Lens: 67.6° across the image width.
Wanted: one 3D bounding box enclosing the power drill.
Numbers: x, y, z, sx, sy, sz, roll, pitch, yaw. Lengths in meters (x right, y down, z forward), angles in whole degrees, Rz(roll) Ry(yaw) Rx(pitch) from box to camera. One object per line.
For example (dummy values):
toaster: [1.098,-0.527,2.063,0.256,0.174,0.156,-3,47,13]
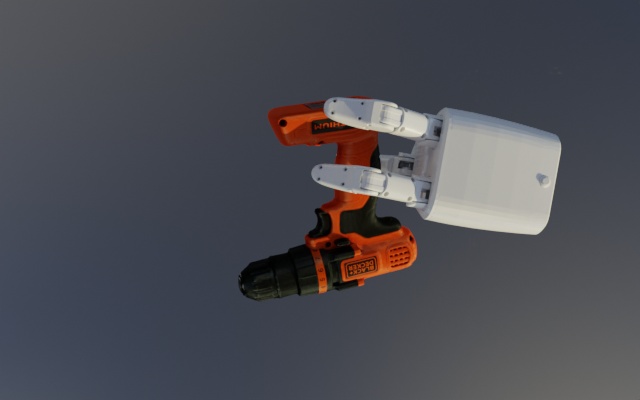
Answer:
power drill: [0.000,0.001,0.461,0.184,0.188,0.057,-12,22,-13]
